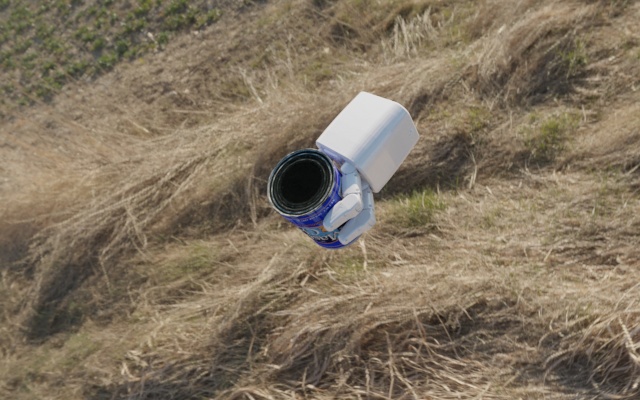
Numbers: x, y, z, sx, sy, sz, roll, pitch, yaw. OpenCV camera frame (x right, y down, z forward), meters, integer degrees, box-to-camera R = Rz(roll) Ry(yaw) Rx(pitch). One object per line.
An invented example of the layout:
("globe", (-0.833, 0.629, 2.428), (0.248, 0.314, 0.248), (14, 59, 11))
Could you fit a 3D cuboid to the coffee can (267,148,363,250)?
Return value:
("coffee can", (0.000, 0.002, 0.700), (0.103, 0.102, 0.140), (0, -23, 26))
